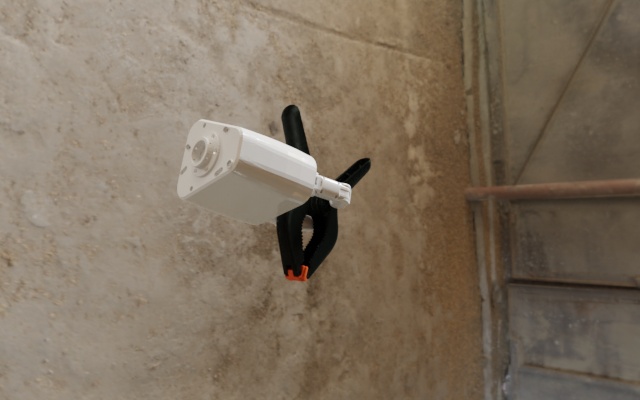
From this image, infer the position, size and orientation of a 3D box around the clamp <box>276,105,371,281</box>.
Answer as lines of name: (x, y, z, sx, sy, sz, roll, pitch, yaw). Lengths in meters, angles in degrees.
clamp: (0.000, 0.002, 0.616, 0.164, 0.210, 0.036, 20, -18, -41)
